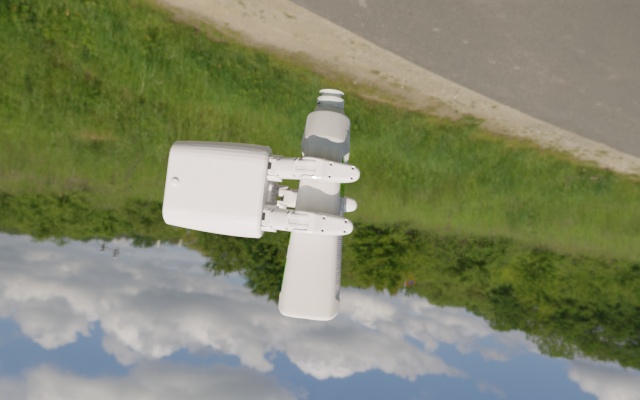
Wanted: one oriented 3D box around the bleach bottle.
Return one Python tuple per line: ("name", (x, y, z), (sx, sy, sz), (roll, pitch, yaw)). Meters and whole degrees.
("bleach bottle", (0.000, 0.002, 0.547), (0.068, 0.251, 0.102), (6, -3, 3))
